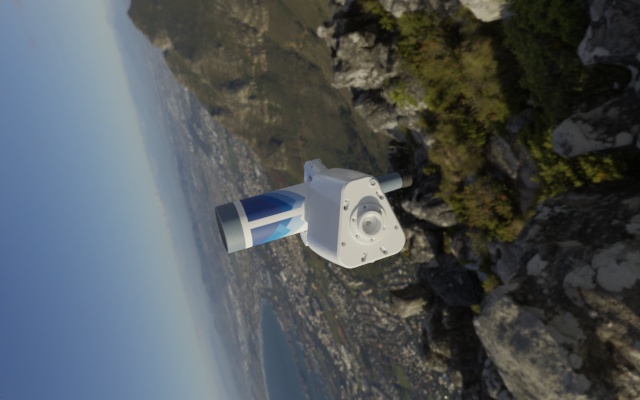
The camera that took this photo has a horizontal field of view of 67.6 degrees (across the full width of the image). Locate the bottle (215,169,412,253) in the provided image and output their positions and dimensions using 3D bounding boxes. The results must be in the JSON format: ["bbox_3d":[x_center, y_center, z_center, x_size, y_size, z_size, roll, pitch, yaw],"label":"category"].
[{"bbox_3d":[0.000,0.002,0.694,0.295,0.069,0.069,-16,5,-17],"label":"bottle"}]
